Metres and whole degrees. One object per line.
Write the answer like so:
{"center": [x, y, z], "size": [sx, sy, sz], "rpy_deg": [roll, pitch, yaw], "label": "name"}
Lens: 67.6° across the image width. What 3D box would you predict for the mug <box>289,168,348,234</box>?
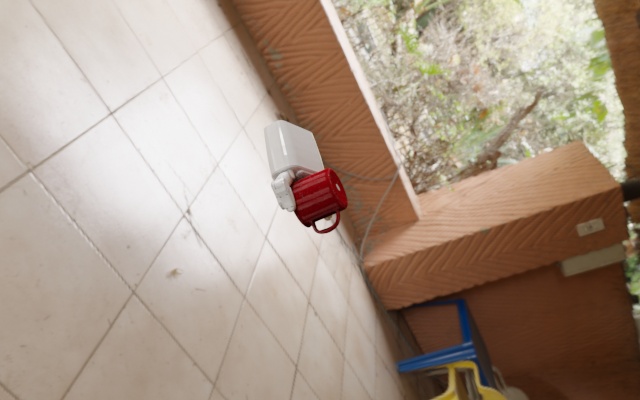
{"center": [0.001, 0.004, 0.862], "size": [0.081, 0.117, 0.093], "rpy_deg": [-23, -23, 17], "label": "mug"}
